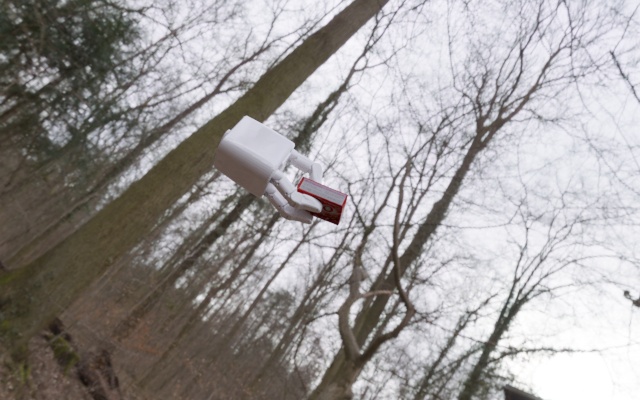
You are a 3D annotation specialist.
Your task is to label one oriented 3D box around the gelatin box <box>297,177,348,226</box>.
[{"bbox_3d":[0.001,0.003,0.854,0.089,0.030,0.073,22,-30,7],"label":"gelatin box"}]
